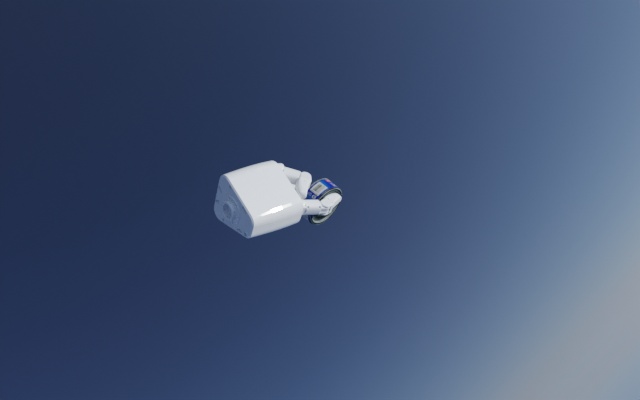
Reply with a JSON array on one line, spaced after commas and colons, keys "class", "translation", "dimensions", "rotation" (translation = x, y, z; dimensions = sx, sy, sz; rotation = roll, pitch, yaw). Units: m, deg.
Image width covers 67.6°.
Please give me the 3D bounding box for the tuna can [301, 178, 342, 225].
[{"class": "tuna can", "translation": [0.001, 0.003, 0.897], "dimensions": [0.033, 0.086, 0.086], "rotation": [38, 20, 28]}]
